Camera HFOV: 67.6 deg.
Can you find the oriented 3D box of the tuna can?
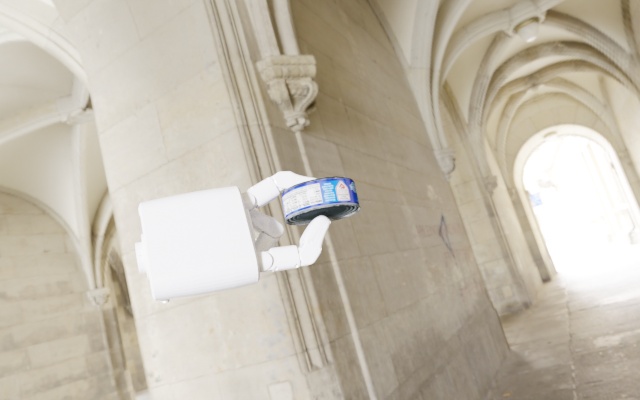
[{"bbox_3d":[0.000,0.001,0.537,0.086,0.033,0.086,-10,-13,-2],"label":"tuna can"}]
